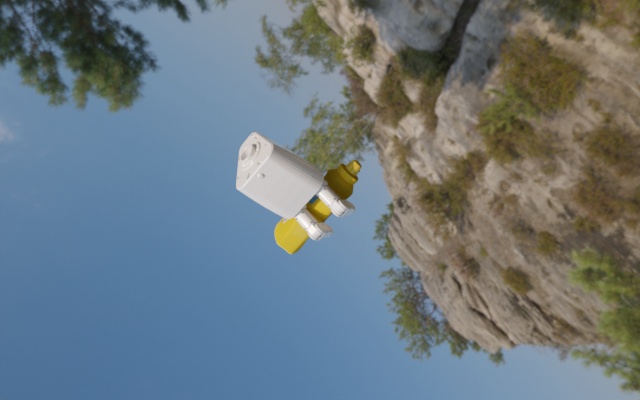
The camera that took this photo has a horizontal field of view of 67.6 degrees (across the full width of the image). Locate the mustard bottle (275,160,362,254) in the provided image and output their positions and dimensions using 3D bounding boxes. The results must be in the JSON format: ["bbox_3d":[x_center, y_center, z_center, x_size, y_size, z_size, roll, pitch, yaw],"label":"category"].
[{"bbox_3d":[0.000,0.003,0.829,0.058,0.192,0.096,40,18,-10],"label":"mustard bottle"}]
